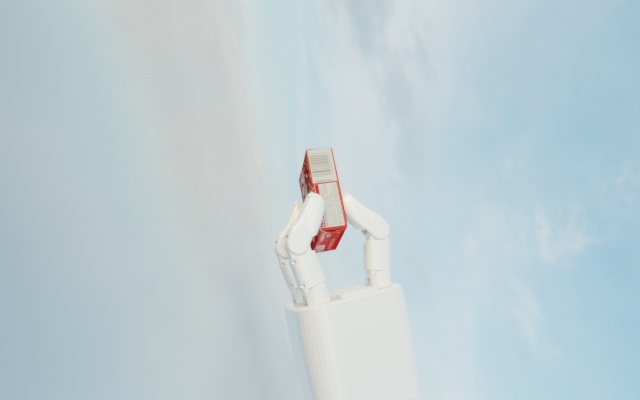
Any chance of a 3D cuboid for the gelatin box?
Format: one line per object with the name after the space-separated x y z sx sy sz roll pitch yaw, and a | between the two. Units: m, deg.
0.000 0.001 0.489 0.030 0.089 0.073 -6 -20 -11 | gelatin box
